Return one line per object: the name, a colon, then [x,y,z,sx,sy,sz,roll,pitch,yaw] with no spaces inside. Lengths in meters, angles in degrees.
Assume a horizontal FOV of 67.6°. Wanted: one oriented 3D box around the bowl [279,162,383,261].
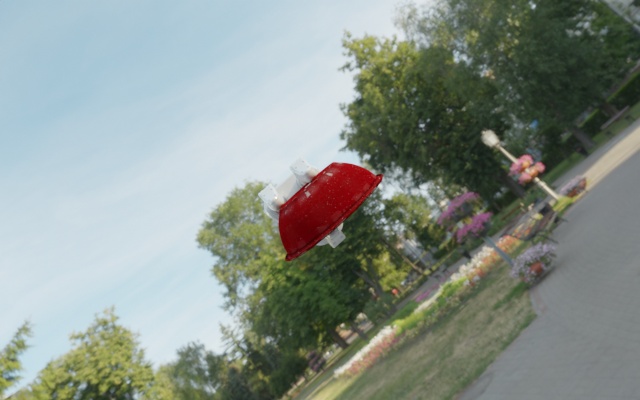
bowl: [0.000,0.001,0.595,0.162,0.055,0.162,-41,5,4]
